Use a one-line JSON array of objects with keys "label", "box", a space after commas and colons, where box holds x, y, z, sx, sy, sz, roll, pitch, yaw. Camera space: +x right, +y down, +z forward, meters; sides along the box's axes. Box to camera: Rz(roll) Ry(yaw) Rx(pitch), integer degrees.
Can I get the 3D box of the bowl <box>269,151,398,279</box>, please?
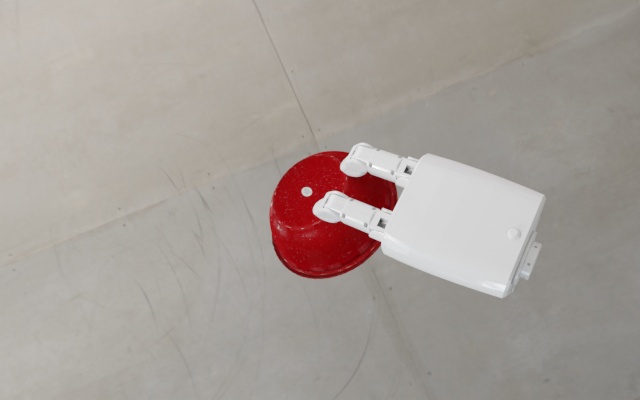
[{"label": "bowl", "box": [-0.001, 0.002, 0.528, 0.162, 0.162, 0.055, 0, -28, 33]}]
